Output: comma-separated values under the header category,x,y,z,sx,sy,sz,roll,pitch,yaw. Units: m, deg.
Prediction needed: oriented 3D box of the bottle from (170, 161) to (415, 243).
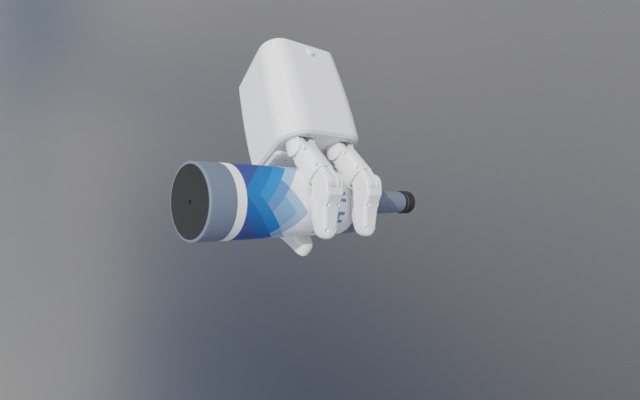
category,x,y,z,sx,sy,sz,roll,pitch,yaw
bottle,0.000,0.002,0.486,0.296,0.069,0.069,0,0,-44
